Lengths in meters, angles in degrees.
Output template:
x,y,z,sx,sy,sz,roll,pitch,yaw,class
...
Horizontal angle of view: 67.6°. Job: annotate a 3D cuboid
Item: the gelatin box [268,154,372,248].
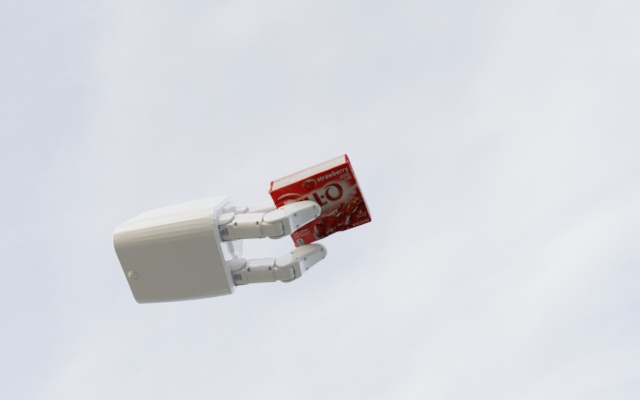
x,y,z,sx,sy,sz,roll,pitch,yaw,class
0.000,0.001,0.501,0.089,0.073,0.030,-20,24,8,gelatin box
